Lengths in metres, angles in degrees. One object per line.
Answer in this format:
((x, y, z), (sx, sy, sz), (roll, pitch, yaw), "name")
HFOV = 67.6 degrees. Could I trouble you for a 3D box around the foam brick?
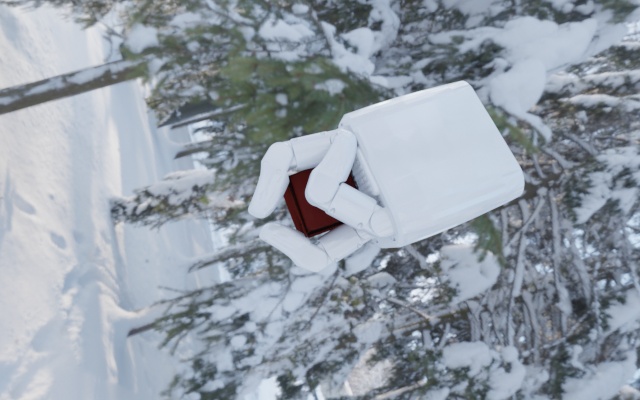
((0.000, 0.001, 0.415), (0.051, 0.053, 0.078), (-20, -4, -9), "foam brick")
